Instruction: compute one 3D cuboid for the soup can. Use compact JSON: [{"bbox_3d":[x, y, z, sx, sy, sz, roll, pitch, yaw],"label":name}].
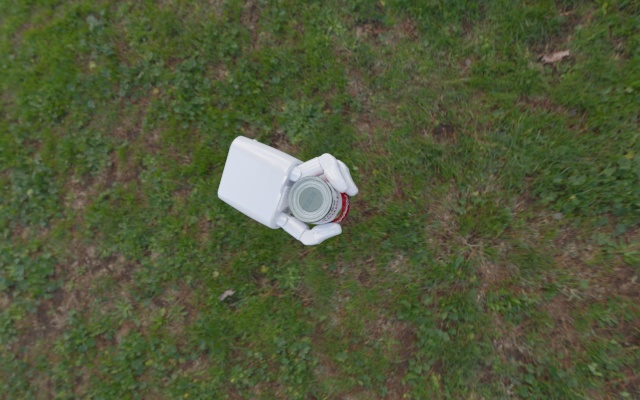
[{"bbox_3d":[0.000,0.003,0.708,0.068,0.068,0.102,0,-5,17],"label":"soup can"}]
